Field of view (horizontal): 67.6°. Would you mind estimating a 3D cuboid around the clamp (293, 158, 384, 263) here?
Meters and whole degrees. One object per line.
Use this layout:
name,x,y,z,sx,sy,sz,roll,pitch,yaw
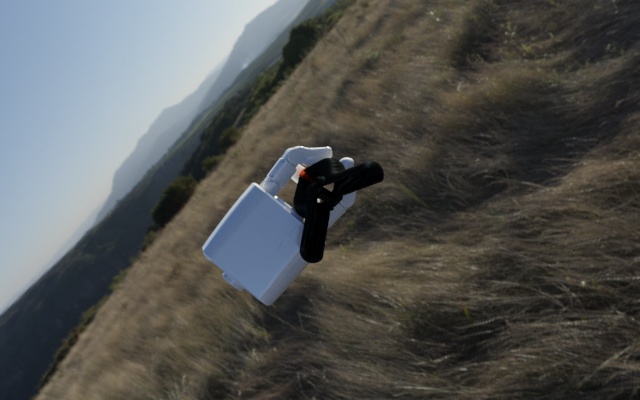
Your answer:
clamp,0.000,0.001,0.536,0.039,0.120,0.171,41,-5,-18
